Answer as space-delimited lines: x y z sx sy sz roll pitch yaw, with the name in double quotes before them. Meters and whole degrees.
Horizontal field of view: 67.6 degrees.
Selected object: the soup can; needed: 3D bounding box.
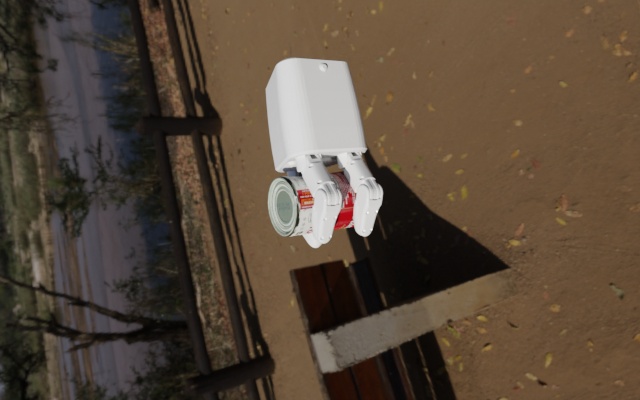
"soup can" 0.000 0.002 0.543 0.102 0.068 0.068 -7 4 -33
